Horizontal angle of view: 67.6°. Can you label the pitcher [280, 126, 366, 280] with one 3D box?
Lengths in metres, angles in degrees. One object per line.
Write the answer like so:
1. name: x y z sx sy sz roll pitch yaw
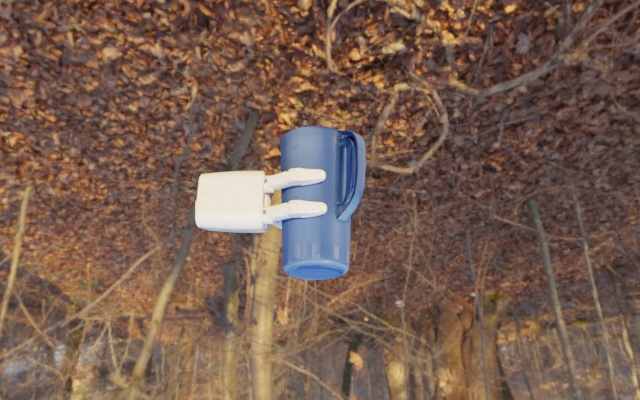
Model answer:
1. pitcher: 0.000 0.003 0.806 0.145 0.242 0.149 0 -23 -1
